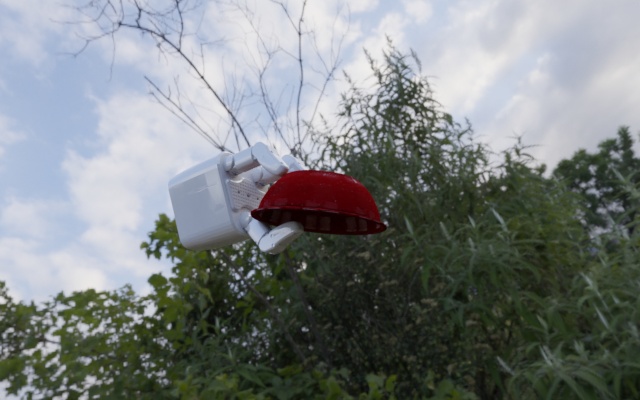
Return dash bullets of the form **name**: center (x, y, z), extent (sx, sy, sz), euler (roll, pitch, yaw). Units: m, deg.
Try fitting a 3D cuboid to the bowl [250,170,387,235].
- **bowl**: center (0.001, 0.001, 0.570), extent (0.162, 0.055, 0.162), euler (6, -12, 1)
